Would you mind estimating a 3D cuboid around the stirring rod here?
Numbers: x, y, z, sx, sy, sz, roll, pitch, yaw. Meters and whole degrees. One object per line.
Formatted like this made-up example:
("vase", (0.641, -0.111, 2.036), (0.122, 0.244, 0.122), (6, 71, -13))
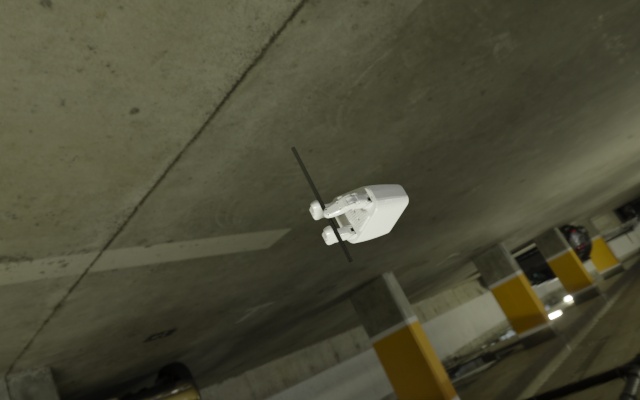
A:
("stirring rod", (0.000, 0.003, 0.856), (0.011, 0.239, 0.011), (-24, -19, -9))
